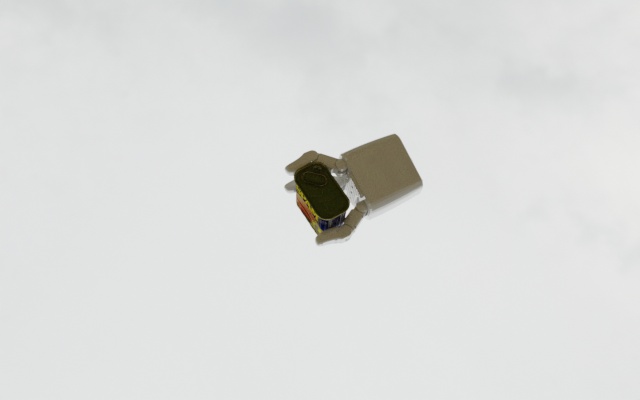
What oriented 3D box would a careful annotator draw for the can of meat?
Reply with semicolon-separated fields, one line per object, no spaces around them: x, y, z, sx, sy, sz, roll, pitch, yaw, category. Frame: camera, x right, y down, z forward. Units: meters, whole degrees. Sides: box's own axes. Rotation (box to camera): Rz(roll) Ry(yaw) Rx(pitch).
0.000;0.003;0.772;0.057;0.102;0.084;-27;-23;-16;can of meat
